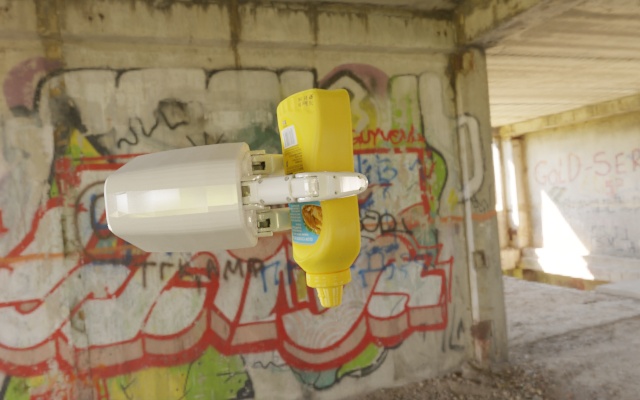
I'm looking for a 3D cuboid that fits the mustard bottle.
[{"bbox_3d":[0.000,0.001,0.438,0.058,0.191,0.096,-6,1,-25],"label":"mustard bottle"}]
